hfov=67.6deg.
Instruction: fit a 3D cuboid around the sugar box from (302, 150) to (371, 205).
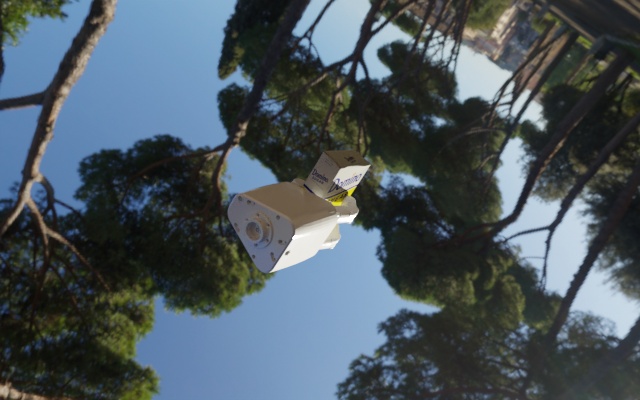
[{"bbox_3d":[0.000,0.003,0.755,0.048,0.176,0.093,45,29,21],"label":"sugar box"}]
